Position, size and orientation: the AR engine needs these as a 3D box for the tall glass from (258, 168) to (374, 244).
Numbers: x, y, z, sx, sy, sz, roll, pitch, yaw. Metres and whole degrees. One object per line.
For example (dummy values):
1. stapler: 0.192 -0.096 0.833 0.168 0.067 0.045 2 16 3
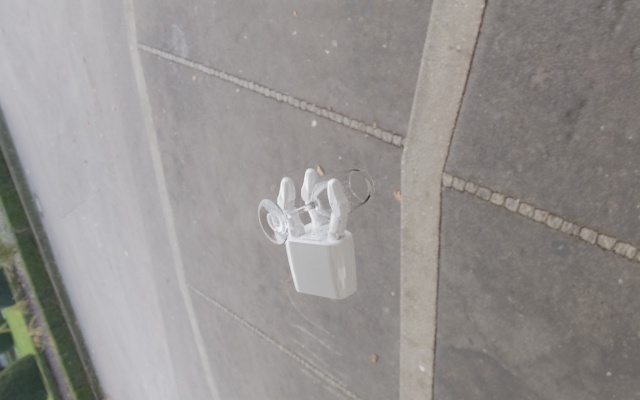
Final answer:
1. tall glass: 0.000 0.003 0.788 0.201 0.079 0.079 -23 14 -37
